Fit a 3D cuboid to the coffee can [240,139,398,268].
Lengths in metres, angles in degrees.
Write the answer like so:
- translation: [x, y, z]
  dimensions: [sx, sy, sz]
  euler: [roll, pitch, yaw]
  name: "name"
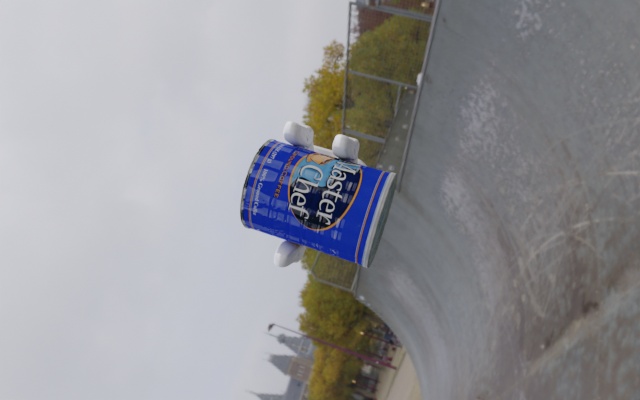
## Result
- translation: [0.000, 0.002, 0.510]
  dimensions: [0.140, 0.103, 0.103]
  euler: [17, 3, 11]
  name: "coffee can"
